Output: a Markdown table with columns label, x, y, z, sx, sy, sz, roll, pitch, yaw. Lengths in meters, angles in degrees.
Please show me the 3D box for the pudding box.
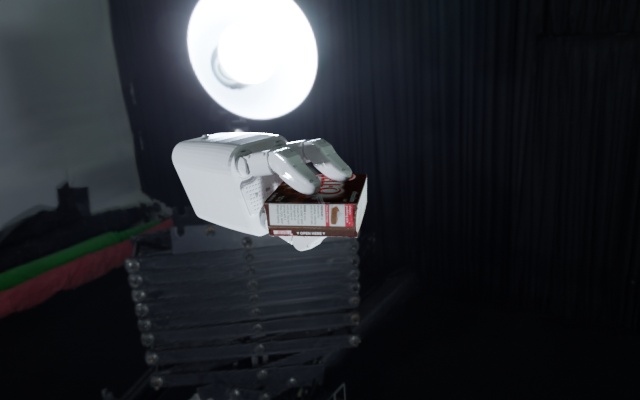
| label | x | y | z | sx | sy | sz | roll | pitch | yaw |
| --- | --- | --- | --- | --- | --- | --- | --- | --- | --- |
| pudding box | 0.000 | 0.002 | 0.493 | 0.090 | 0.039 | 0.113 | -1 | 19 | 10 |
